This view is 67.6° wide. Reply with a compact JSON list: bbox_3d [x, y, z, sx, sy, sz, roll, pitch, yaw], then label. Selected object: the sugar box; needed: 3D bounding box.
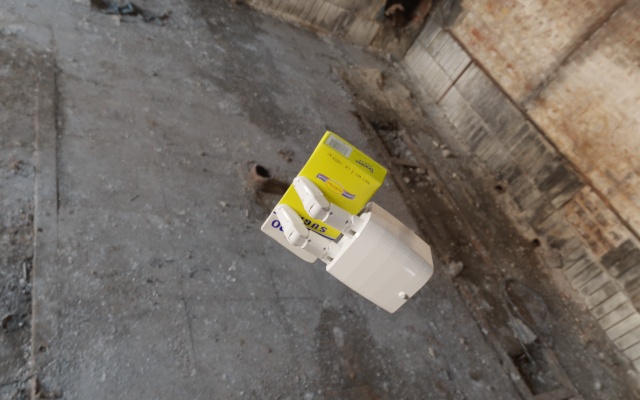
[{"bbox_3d":[0.000,0.002,0.636,0.093,0.176,0.048,35,34,-3],"label":"sugar box"}]
